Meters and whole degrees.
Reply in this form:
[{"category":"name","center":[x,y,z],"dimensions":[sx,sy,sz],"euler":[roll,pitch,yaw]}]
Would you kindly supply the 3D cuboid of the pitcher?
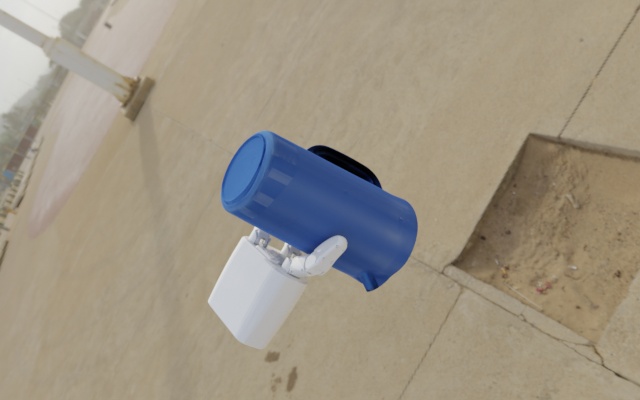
[{"category":"pitcher","center":[0.000,0.002,0.624],"dimensions":[0.243,0.145,0.149],"euler":[28,6,-31]}]
